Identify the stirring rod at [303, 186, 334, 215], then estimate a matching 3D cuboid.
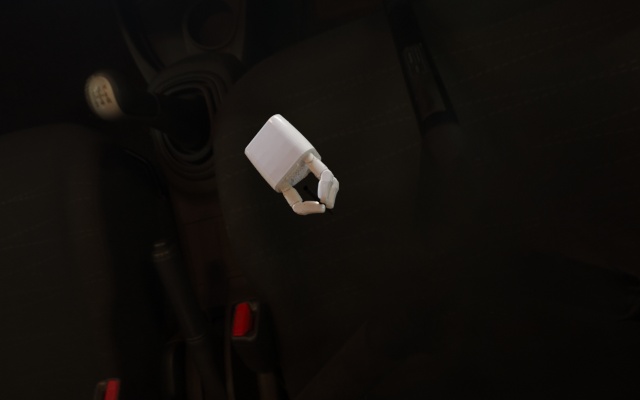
[{"bbox_3d":[0.000,0.003,0.897,0.011,0.011,0.239,0,-11,12],"label":"stirring rod"}]
